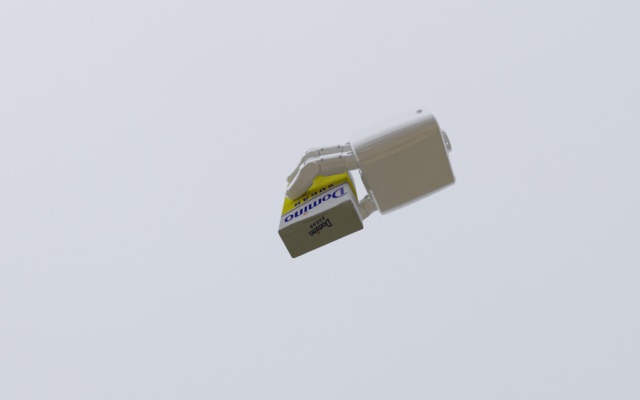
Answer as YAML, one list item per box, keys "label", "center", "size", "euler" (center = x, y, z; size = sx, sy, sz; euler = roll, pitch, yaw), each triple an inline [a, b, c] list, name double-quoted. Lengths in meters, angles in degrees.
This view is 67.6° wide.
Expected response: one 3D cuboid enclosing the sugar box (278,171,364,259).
- label: "sugar box"
  center: [0.000, 0.001, 0.612]
  size: [0.093, 0.048, 0.176]
  euler: [-24, 17, 8]
